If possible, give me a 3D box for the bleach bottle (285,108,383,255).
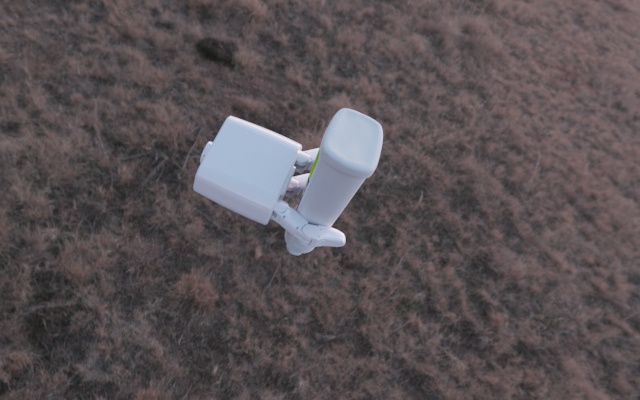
[{"bbox_3d":[0.000,0.002,0.634,0.068,0.102,0.251,24,-43,-4],"label":"bleach bottle"}]
